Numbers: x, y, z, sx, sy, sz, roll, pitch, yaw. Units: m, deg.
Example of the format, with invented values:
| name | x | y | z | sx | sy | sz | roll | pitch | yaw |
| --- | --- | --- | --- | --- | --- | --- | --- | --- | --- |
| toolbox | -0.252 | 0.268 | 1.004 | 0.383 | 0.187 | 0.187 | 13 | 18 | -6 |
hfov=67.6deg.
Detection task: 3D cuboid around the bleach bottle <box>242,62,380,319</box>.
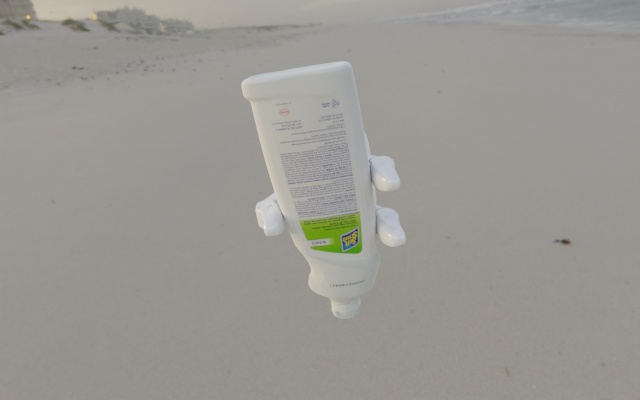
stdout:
| name | x | y | z | sx | sy | sz | roll | pitch | yaw |
| --- | --- | --- | --- | --- | --- | --- | --- | --- | --- |
| bleach bottle | 0.000 | 0.001 | 0.463 | 0.102 | 0.251 | 0.068 | -7 | 20 | 8 |
